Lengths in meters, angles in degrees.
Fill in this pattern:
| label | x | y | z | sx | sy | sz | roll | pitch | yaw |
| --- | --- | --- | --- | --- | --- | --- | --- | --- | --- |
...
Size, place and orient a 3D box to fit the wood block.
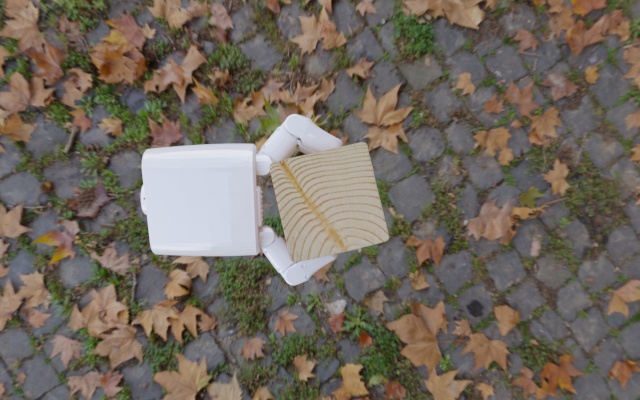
| label | x | y | z | sx | sy | sz | roll | pitch | yaw |
| --- | --- | --- | --- | --- | --- | --- | --- | --- | --- |
| wood block | 0.000 | 0.002 | 0.512 | 0.090 | 0.091 | 0.206 | -13 | 1 | -4 |
